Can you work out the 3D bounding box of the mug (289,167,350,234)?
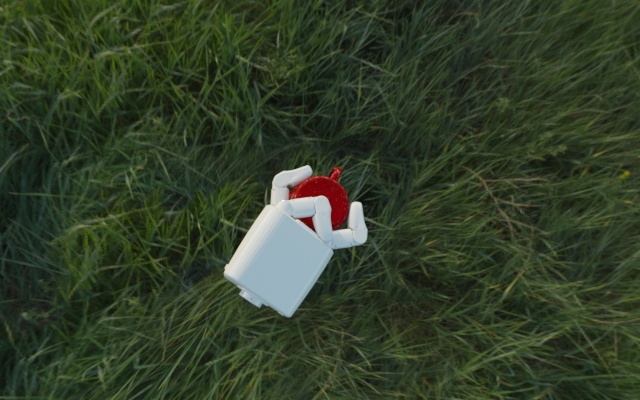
[{"bbox_3d":[0.001,0.001,0.695,0.093,0.117,0.081,33,-15,-4],"label":"mug"}]
